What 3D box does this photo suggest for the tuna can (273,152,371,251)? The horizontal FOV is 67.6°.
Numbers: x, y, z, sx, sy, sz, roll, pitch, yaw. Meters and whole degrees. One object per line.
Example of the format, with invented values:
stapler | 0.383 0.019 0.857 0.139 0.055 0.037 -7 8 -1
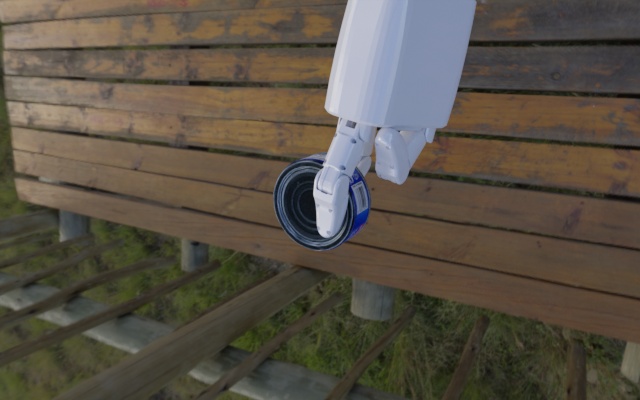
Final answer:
tuna can | 0.000 0.002 0.431 0.086 0.086 0.033 0 15 32
